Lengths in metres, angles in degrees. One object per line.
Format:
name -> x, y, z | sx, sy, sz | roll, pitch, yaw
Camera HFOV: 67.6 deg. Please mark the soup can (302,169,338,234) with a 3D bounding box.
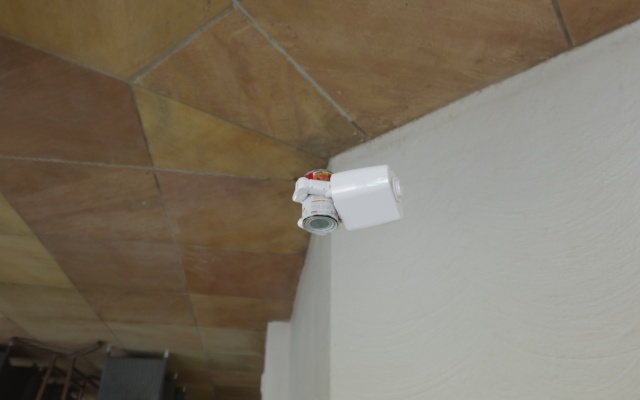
soup can -> 0.000, 0.003, 0.892 | 0.068, 0.102, 0.068 | 1, -33, 0
